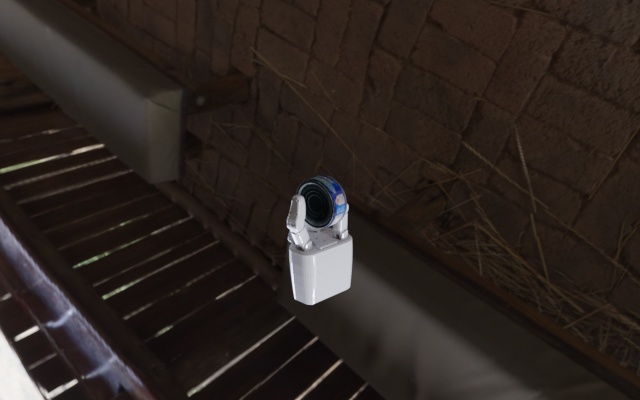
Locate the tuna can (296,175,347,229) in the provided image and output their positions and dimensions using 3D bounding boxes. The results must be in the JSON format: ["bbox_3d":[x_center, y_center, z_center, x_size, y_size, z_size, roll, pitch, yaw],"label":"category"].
[{"bbox_3d":[0.000,0.003,0.787,0.086,0.086,0.033,0,15,42],"label":"tuna can"}]
